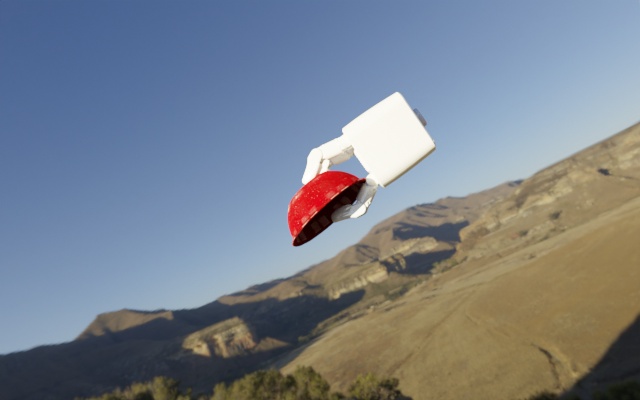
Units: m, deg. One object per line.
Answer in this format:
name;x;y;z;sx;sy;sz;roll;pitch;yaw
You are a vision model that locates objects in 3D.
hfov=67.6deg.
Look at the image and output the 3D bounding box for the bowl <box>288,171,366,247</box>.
bowl;-0.001;0.003;0.778;0.162;0.055;0.162;-40;-13;-11
